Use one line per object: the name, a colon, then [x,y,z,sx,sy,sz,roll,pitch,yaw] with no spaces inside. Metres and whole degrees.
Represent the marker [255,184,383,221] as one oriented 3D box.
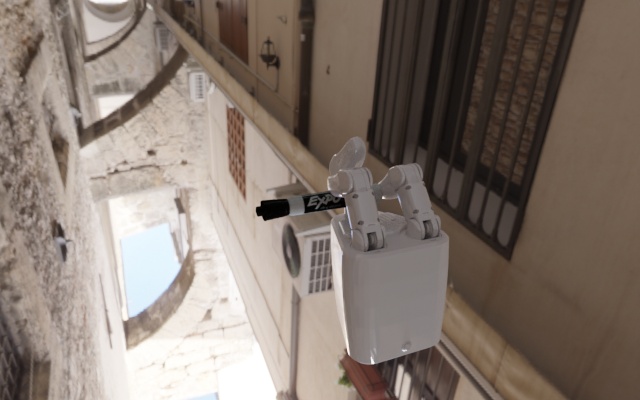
marker: [0.000,0.001,0.440,0.121,0.020,0.020,-9,3,-20]
